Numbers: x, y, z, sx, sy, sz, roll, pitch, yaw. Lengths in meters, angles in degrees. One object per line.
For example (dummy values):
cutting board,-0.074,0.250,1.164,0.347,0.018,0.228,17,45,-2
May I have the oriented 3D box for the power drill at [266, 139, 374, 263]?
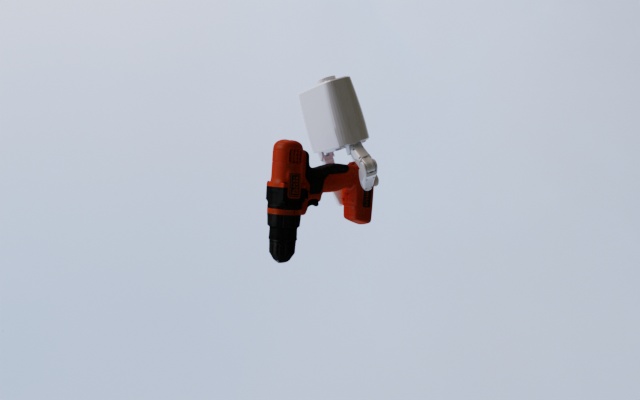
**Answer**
power drill,0.000,0.002,0.754,0.187,0.184,0.057,1,6,-40
